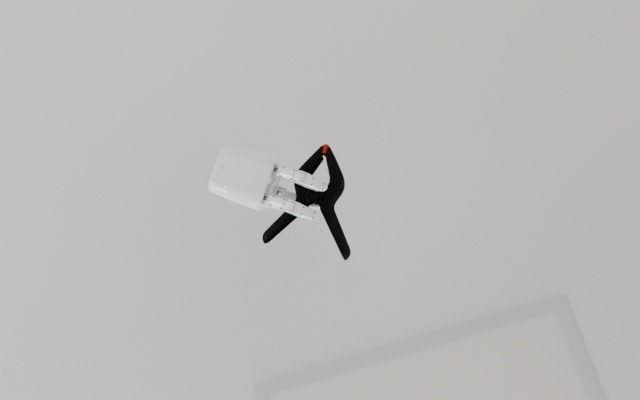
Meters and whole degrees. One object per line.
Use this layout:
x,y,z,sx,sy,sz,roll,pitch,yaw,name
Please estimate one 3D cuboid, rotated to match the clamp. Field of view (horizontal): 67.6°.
0.000,0.002,0.880,0.164,0.210,0.036,18,-7,10,clamp
